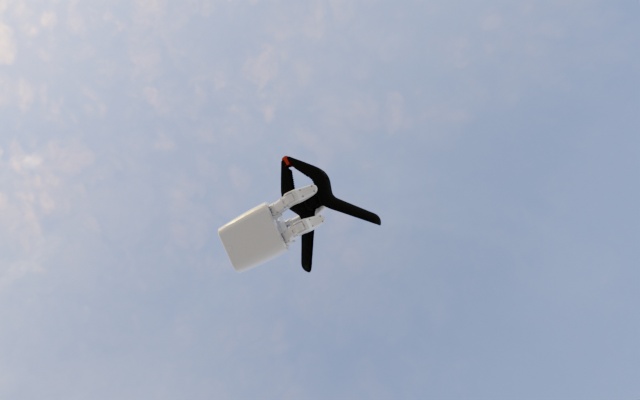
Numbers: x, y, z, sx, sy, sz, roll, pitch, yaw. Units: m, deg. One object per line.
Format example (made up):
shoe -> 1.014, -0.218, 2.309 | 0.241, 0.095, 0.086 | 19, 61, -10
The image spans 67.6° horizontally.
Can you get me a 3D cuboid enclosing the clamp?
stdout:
clamp -> 0.000, 0.003, 0.869 | 0.164, 0.210, 0.036 | -27, -10, 5
